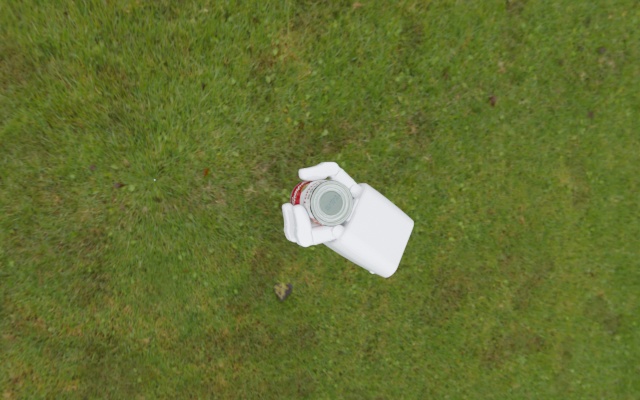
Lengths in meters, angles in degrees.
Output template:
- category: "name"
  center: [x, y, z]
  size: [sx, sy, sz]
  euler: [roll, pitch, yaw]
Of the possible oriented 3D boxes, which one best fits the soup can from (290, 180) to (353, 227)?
- category: "soup can"
  center: [0.000, 0.002, 0.720]
  size: [0.068, 0.068, 0.102]
  euler: [0, 2, -19]
